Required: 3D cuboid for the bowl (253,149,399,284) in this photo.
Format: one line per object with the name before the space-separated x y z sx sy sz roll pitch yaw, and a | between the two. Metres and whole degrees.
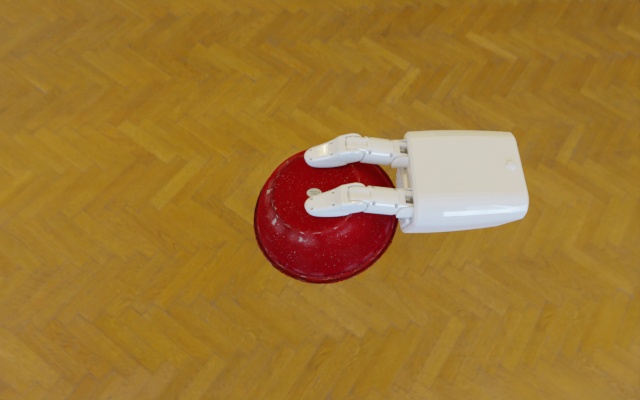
bowl | -0.001 0.002 0.498 0.162 0.162 0.055 0 -25 12
